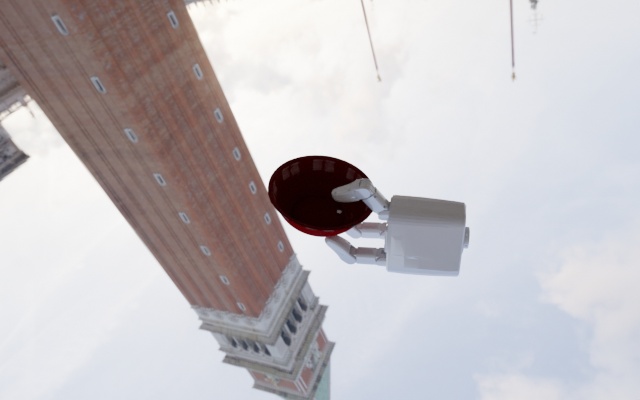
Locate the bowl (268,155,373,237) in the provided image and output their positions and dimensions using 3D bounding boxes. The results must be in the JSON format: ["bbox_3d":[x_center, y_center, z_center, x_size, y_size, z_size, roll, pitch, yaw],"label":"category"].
[{"bbox_3d":[-0.001,0.002,0.721,0.162,0.055,0.162,5,44,-5],"label":"bowl"}]
